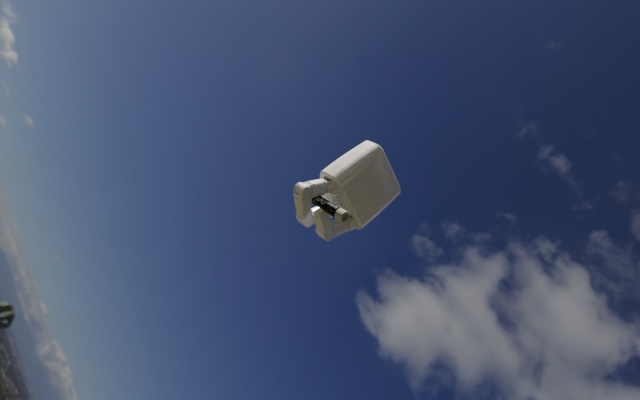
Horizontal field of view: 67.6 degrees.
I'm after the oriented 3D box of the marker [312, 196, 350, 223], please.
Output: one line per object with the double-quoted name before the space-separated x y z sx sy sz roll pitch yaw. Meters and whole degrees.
"marker" 0.000 0.003 0.758 0.020 0.020 0.121 0 22 -42
